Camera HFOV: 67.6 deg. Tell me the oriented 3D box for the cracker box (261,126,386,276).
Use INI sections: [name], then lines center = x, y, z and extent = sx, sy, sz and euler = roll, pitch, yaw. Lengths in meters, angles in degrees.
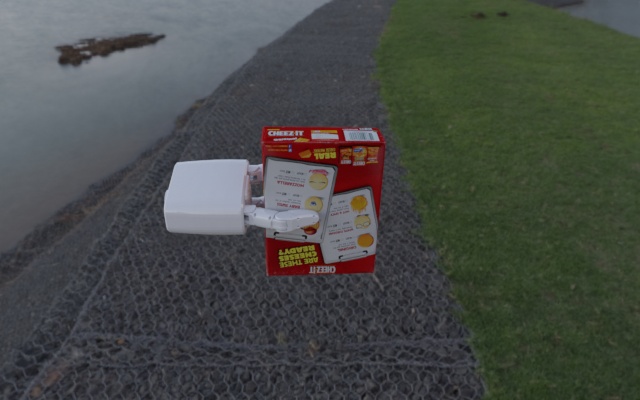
[cracker box]
center = 0.000, 0.002, 0.689
extent = 0.164, 0.214, 0.072
euler = -1, 29, -4
